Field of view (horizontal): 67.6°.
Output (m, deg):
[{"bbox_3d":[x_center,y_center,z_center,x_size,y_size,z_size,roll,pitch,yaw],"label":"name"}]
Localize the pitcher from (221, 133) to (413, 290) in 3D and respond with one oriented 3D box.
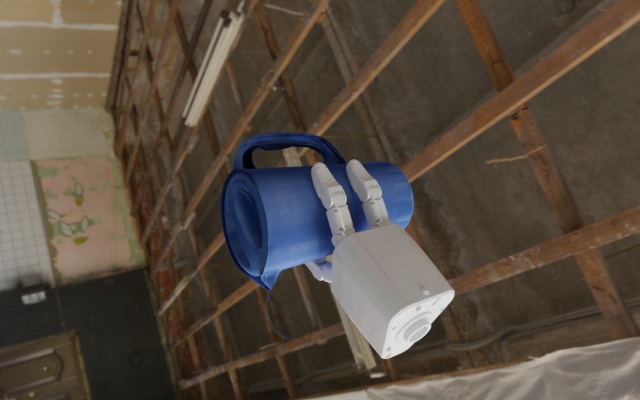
[{"bbox_3d":[0.000,0.002,0.630,0.243,0.149,0.145,-10,44,-33],"label":"pitcher"}]
